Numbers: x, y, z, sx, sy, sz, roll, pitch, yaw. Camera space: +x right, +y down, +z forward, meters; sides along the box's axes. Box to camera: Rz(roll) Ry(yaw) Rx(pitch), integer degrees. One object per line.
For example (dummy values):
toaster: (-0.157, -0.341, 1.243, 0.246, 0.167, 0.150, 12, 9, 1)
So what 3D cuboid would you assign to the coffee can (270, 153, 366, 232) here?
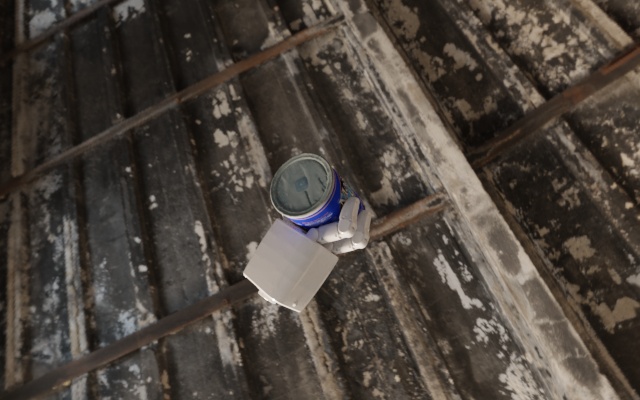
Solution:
coffee can: (0.000, 0.002, 0.750, 0.103, 0.102, 0.140, 0, -22, 27)
